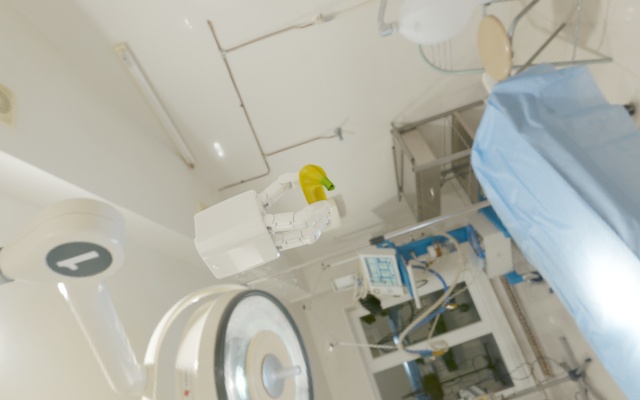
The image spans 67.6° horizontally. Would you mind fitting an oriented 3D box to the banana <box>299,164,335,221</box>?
[{"bbox_3d":[-0.008,-0.015,0.764,0.037,0.069,0.198,-25,-14,-6],"label":"banana"}]
